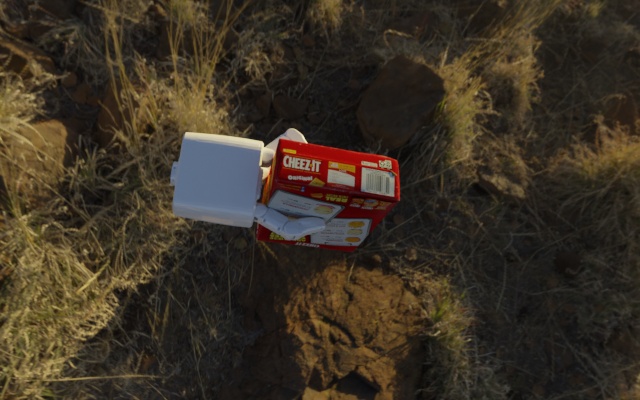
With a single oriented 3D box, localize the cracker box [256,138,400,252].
[{"bbox_3d":[0.000,0.002,0.696,0.164,0.072,0.214,9,-26,-10],"label":"cracker box"}]
